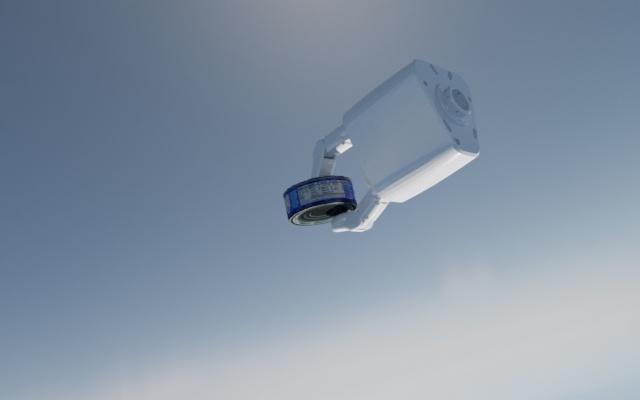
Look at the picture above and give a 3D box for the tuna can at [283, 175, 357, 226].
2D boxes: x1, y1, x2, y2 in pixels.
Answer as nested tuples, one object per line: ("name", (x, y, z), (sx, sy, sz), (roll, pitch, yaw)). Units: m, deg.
("tuna can", (0.000, 0.002, 0.572), (0.086, 0.033, 0.086), (-11, -17, -3))
